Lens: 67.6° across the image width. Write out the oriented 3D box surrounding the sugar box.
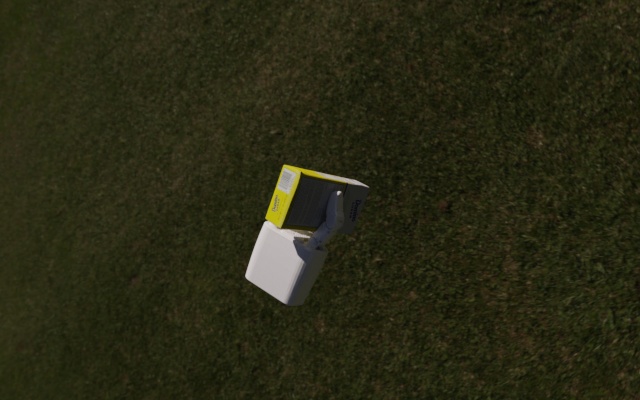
[{"bbox_3d":[0.000,0.002,0.783,0.048,0.093,0.176,29,12,38],"label":"sugar box"}]
